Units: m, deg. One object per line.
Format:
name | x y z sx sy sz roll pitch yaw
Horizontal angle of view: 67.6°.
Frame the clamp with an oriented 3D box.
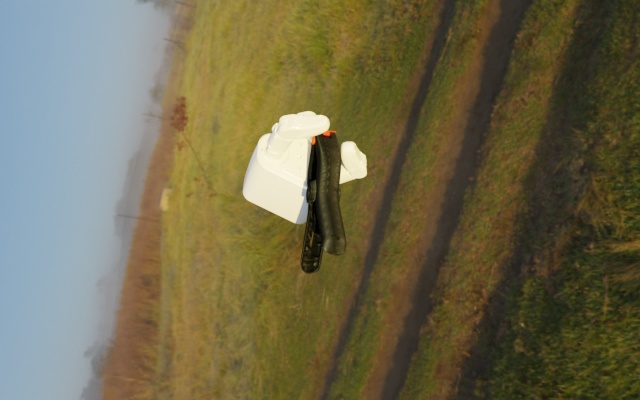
clamp | 0.000 0.002 0.559 0.039 0.171 0.120 12 -30 -18
